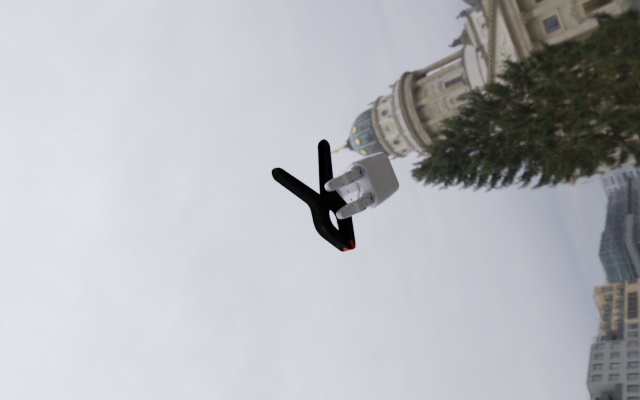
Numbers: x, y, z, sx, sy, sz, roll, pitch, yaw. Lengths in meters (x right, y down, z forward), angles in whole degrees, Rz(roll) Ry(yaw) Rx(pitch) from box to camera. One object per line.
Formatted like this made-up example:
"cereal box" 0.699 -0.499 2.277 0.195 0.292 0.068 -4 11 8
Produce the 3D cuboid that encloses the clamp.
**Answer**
"clamp" 0.000 0.003 0.863 0.036 0.210 0.164 -19 6 42
